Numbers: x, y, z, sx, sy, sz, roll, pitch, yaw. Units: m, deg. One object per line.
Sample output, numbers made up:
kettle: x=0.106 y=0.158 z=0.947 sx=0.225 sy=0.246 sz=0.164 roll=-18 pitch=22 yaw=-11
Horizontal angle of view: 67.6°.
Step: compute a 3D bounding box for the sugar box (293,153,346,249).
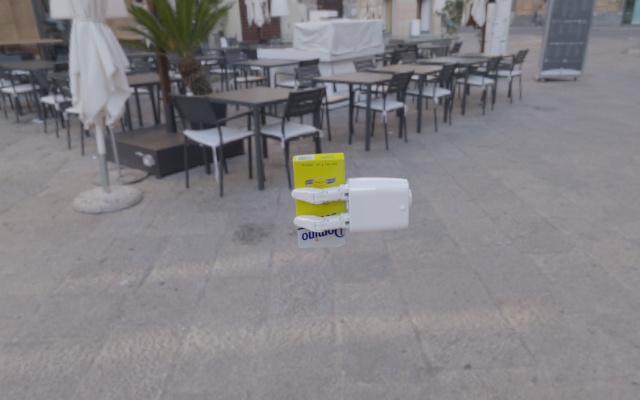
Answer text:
sugar box: x=0.000 y=0.003 z=0.884 sx=0.093 sy=0.176 sz=0.048 roll=-3 pitch=21 yaw=1
